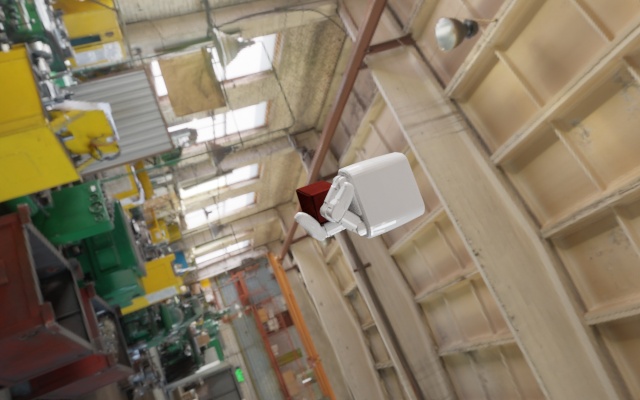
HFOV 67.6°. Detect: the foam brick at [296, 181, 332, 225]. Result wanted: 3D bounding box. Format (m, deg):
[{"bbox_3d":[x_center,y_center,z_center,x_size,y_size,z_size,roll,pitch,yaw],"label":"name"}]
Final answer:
[{"bbox_3d":[0.000,0.003,0.798,0.051,0.053,0.078,-21,17,-17],"label":"foam brick"}]
